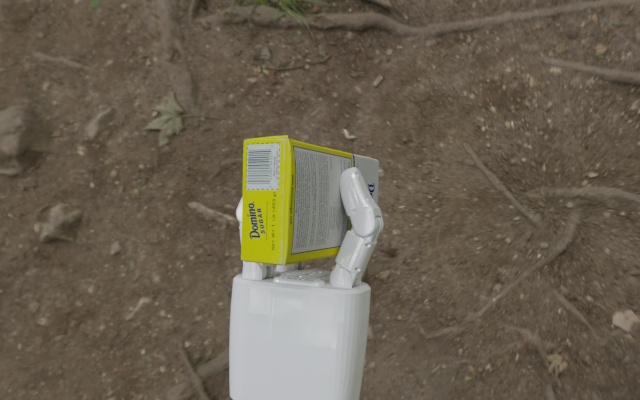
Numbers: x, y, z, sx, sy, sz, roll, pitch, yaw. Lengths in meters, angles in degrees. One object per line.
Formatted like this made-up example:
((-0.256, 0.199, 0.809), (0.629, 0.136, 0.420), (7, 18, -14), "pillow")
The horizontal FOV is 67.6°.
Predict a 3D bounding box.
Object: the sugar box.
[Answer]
((0.000, 0.001, 0.419), (0.048, 0.093, 0.176), (2, -1, 26), "sugar box")
